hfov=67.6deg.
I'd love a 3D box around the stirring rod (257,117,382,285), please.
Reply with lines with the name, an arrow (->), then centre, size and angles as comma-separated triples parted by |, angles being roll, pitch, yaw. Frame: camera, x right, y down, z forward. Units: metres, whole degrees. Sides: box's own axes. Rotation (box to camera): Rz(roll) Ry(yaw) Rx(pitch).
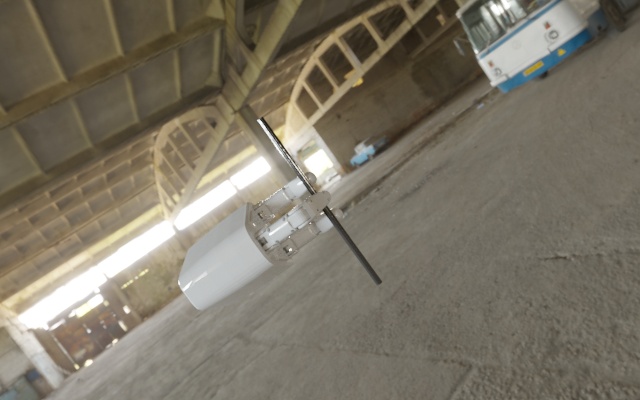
stirring rod -> 0.000, 0.002, 0.564 | 0.011, 0.239, 0.011 | -36, 3, 2
